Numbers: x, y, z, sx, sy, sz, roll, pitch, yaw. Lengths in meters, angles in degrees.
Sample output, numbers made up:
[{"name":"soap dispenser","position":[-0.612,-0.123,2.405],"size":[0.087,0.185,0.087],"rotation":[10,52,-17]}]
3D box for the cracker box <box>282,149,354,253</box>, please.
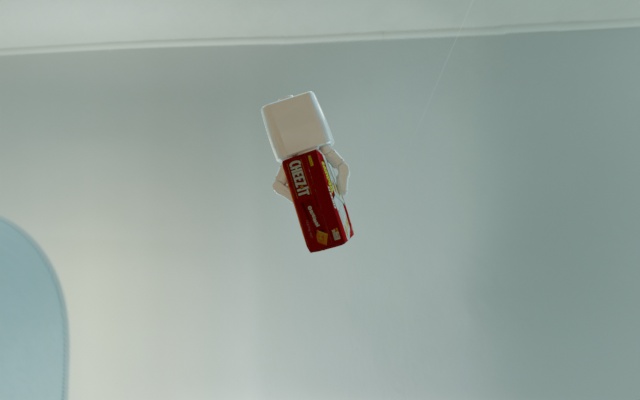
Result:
[{"name":"cracker box","position":[0.000,0.003,0.884],"size":[0.072,0.164,0.213],"rotation":[-18,-3,7]}]
